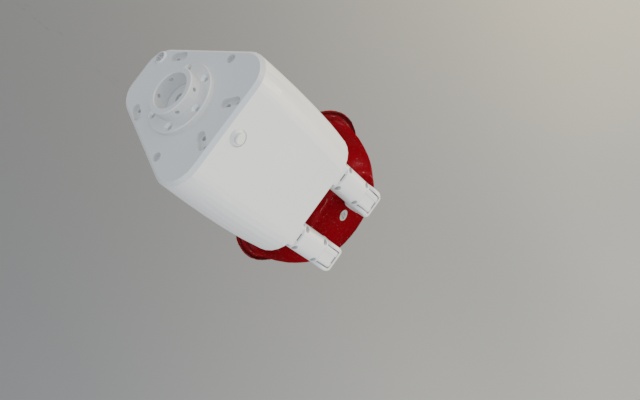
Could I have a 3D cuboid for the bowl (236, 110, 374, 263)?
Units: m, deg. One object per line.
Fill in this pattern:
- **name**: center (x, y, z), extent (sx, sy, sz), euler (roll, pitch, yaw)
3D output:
- **bowl**: center (0.001, 0.002, 0.444), extent (0.055, 0.162, 0.162), euler (34, 17, 27)
